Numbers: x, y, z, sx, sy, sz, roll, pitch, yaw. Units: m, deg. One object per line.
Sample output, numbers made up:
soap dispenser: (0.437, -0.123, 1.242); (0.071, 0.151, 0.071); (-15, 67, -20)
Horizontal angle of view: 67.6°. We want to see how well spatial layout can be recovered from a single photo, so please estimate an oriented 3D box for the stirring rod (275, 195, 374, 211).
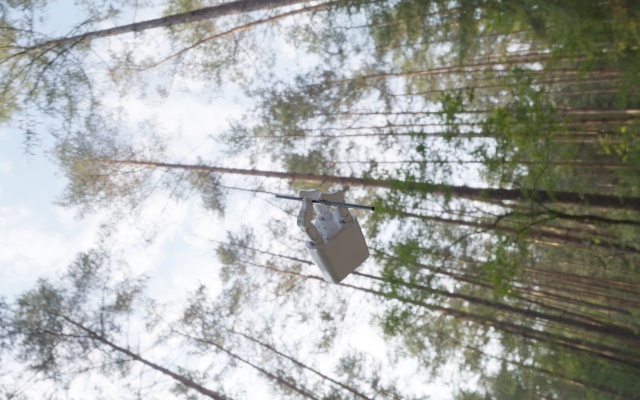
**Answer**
stirring rod: (0.000, 0.003, 0.899); (0.239, 0.011, 0.011); (7, 5, 41)
